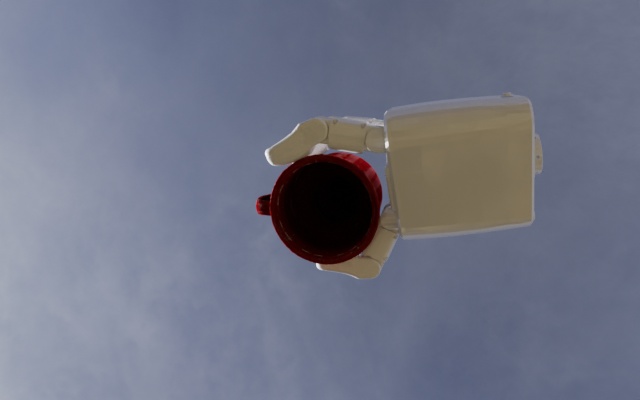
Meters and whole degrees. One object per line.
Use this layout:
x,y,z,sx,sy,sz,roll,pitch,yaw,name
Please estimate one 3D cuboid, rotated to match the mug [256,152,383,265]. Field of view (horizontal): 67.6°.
-0.001,0.002,0.433,0.117,0.093,0.081,-4,11,15,mug
